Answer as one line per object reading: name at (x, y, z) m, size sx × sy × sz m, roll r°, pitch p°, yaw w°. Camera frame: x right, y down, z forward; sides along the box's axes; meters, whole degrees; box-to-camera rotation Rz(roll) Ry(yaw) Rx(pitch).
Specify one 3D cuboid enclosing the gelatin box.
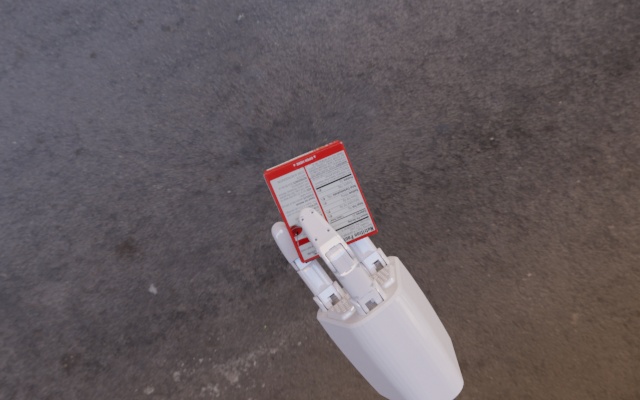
gelatin box at (0.000, 0.001, 0.422) m, size 0.073 × 0.089 × 0.030 m, roll -23°, pitch 9°, yaw -2°
